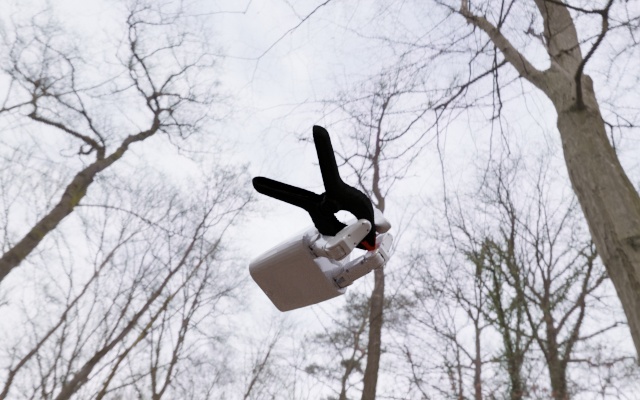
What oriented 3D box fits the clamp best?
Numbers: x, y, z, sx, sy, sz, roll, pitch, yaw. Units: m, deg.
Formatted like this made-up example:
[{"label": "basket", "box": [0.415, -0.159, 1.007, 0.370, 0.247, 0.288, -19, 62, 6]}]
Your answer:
[{"label": "clamp", "box": [0.000, 0.002, 0.587, 0.120, 0.171, 0.039, -26, 20, 31]}]
